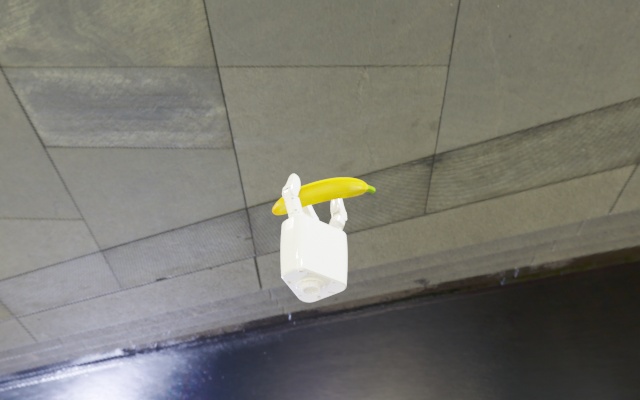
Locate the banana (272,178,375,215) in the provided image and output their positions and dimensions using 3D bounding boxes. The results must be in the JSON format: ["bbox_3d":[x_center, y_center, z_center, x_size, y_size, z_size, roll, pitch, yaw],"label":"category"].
[{"bbox_3d":[-0.001,-0.008,0.868,0.198,0.037,0.070,-11,-35,8],"label":"banana"}]
